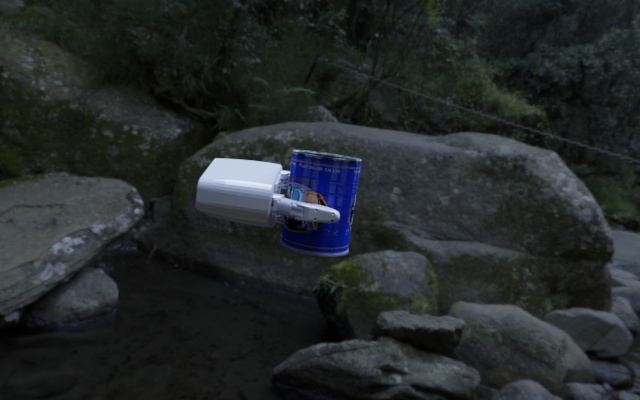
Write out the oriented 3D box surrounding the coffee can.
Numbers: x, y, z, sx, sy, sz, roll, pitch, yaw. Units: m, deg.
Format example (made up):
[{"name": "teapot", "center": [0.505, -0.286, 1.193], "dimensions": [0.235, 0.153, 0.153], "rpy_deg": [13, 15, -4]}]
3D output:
[{"name": "coffee can", "center": [0.000, 0.002, 0.702], "dimensions": [0.103, 0.140, 0.103], "rpy_deg": [8, 9, -1]}]
